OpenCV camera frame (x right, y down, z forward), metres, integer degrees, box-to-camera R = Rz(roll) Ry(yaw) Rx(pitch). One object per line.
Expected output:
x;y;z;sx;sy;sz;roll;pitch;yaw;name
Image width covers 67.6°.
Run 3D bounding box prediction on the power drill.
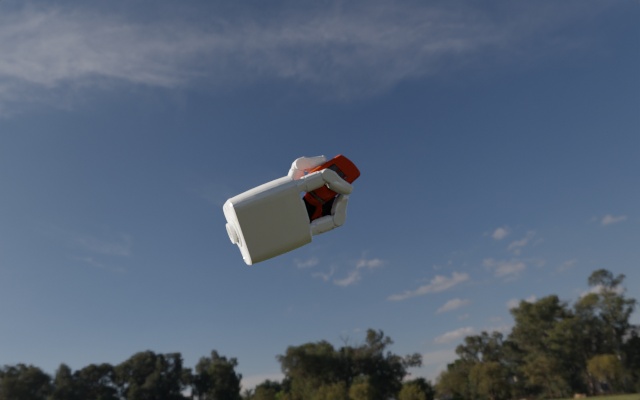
0.000;0.003;0.868;0.184;0.057;0.188;-38;-14;-41;power drill
